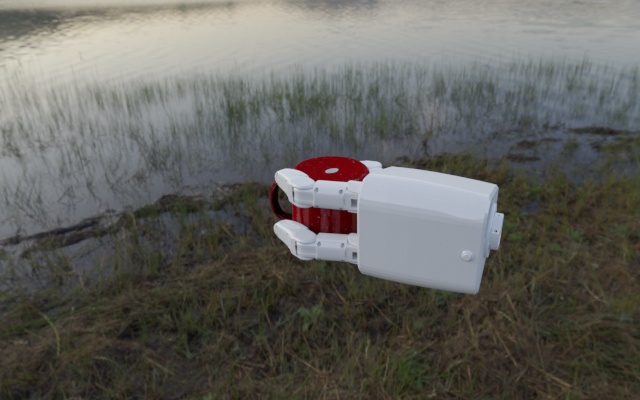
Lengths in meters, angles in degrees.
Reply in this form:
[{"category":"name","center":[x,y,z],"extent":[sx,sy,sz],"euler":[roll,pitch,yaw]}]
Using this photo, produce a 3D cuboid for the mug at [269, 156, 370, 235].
[{"category":"mug","center":[-0.001,0.001,0.509],"extent":[0.117,0.081,0.093],"euler":[9,27,21]}]
